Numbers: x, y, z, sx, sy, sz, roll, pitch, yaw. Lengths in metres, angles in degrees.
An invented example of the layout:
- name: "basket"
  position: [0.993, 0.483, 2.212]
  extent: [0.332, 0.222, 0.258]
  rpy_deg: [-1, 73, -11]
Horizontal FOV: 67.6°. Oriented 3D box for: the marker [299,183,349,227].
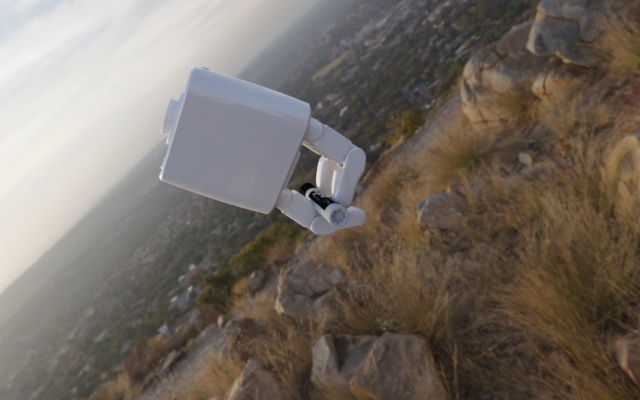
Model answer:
- name: "marker"
  position: [0.000, 0.002, 0.474]
  extent: [0.020, 0.020, 0.121]
  rpy_deg: [0, 13, -16]
